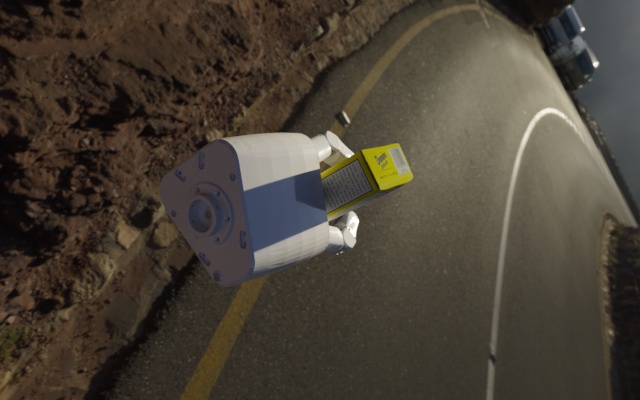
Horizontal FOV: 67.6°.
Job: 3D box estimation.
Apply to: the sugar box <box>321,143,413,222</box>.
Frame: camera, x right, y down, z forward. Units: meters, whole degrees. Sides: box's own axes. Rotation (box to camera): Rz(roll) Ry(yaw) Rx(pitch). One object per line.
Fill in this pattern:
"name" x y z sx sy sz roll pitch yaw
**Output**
"sugar box" 0.000 0.001 0.492 0.176 0.048 0.093 -26 -5 31
